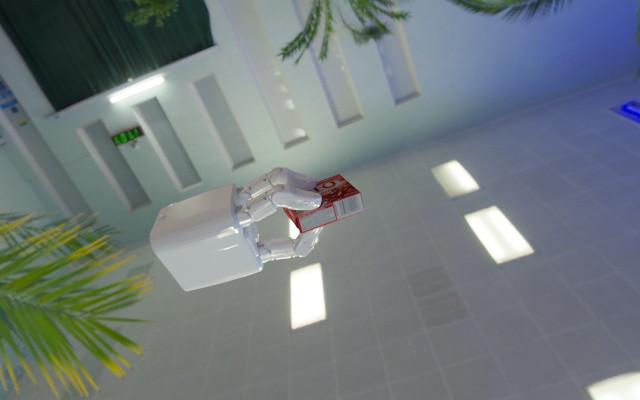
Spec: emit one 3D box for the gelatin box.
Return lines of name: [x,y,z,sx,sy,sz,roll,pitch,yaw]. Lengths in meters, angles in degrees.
gelatin box: [0.001,0.002,0.608,0.089,0.030,0.073,-19,26,-12]
